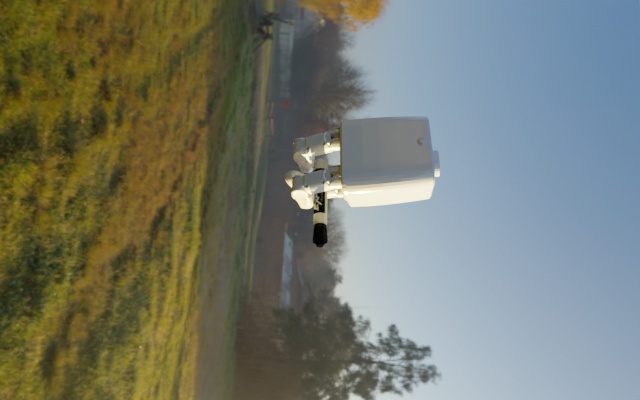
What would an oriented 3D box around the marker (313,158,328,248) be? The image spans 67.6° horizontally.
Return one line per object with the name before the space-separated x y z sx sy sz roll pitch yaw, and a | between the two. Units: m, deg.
marker | 0.000 0.002 0.608 0.020 0.121 0.020 1 -27 0
